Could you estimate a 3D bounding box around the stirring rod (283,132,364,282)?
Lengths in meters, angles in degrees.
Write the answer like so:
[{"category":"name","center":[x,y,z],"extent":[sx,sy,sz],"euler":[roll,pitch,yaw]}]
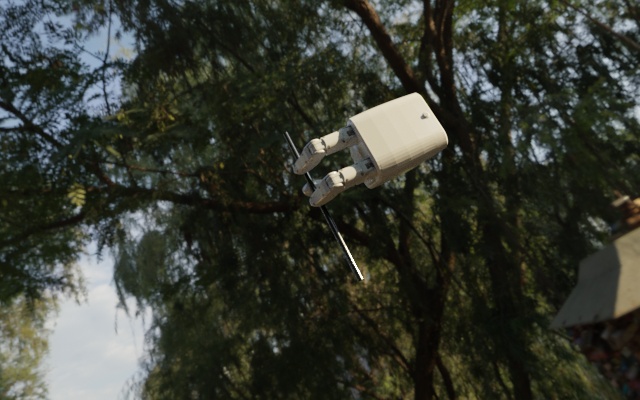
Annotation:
[{"category":"stirring rod","center":[0.000,0.002,0.654],"extent":[0.011,0.239,0.011],"euler":[-24,-21,-10]}]
